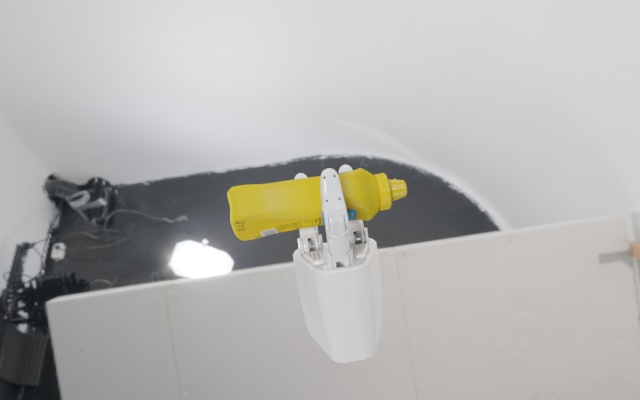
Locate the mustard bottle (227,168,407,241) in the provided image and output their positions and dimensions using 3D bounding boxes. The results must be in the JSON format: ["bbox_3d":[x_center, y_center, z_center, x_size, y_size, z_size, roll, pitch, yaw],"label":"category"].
[{"bbox_3d":[0.000,0.001,0.527,0.191,0.058,0.096,-9,-14,-2],"label":"mustard bottle"}]
